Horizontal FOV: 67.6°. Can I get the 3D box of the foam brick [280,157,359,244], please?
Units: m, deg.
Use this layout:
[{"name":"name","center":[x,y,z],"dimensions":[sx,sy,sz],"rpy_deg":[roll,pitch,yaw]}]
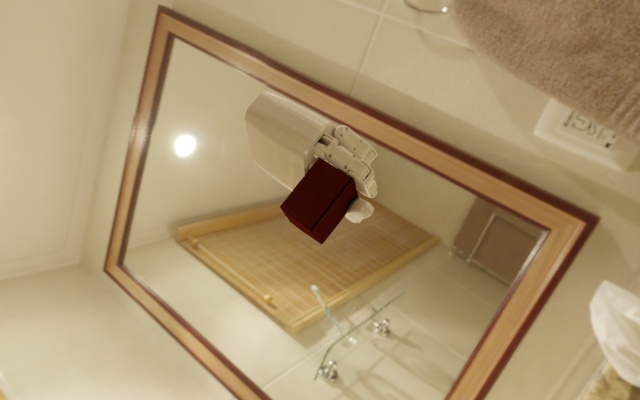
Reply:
[{"name":"foam brick","center":[0.000,0.002,0.560],"dimensions":[0.051,0.078,0.053],"rpy_deg":[33,-13,23]}]
